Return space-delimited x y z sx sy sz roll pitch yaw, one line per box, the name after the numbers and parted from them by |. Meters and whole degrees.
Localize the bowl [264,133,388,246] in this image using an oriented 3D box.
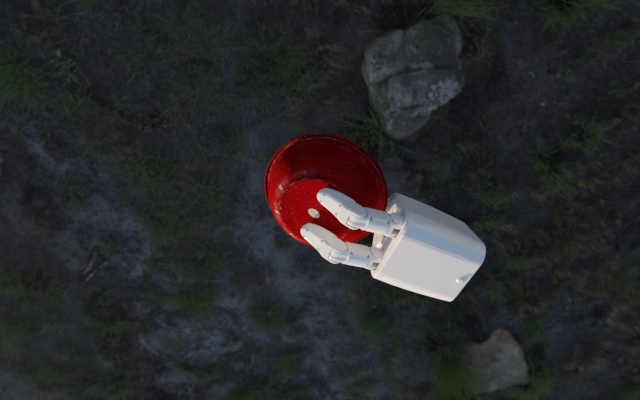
-0.001 0.002 0.590 0.162 0.162 0.055 0 29 15 | bowl
